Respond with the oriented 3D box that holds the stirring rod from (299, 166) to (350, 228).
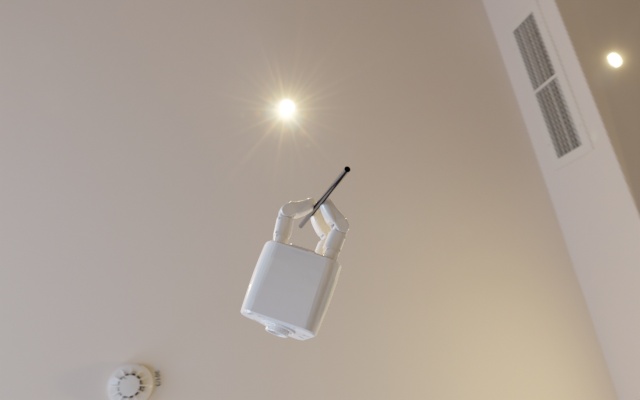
[{"bbox_3d":[0.000,0.002,0.697,0.011,0.011,0.240,0,-20,-17],"label":"stirring rod"}]
